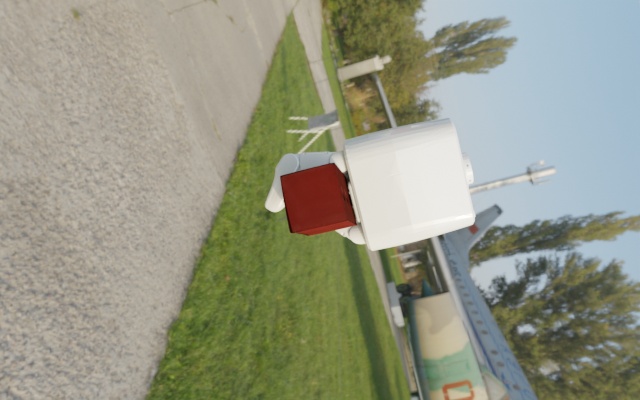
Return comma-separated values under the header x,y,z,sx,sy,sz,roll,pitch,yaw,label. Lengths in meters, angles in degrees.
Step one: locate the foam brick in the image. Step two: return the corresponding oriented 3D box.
x,y,z,sx,sy,sz,roll,pitch,yaw,label
0.000,0.002,0.440,0.051,0.053,0.078,-13,-7,9,foam brick
